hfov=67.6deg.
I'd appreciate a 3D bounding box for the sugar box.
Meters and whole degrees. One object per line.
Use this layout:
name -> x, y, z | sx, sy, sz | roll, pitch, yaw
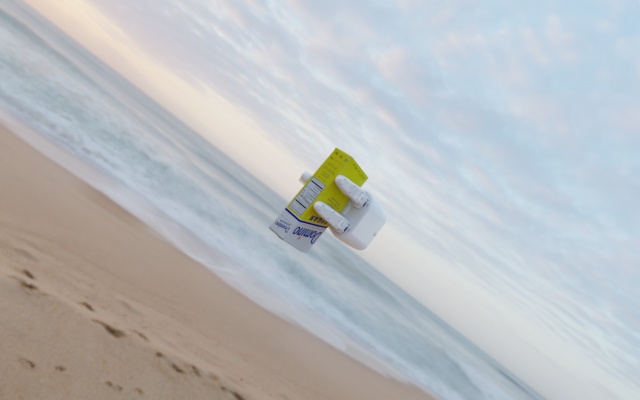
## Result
sugar box -> 0.001, 0.003, 0.810 | 0.048, 0.176, 0.093 | 36, -2, 31
